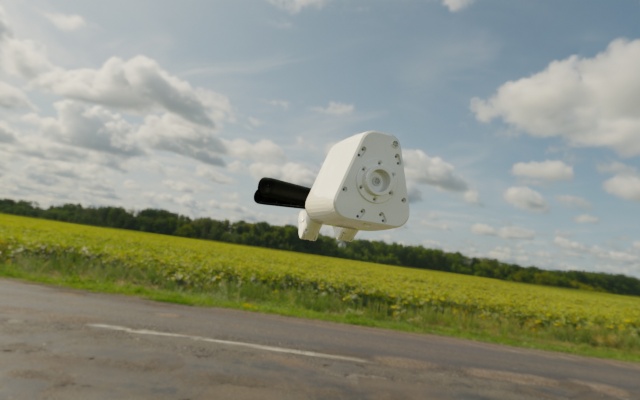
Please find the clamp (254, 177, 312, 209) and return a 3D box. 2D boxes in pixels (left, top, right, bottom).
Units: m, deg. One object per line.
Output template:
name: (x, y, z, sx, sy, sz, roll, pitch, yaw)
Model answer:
clamp: (0.001, 0.002, 0.697, 0.210, 0.036, 0.164, 10, -5, -16)
